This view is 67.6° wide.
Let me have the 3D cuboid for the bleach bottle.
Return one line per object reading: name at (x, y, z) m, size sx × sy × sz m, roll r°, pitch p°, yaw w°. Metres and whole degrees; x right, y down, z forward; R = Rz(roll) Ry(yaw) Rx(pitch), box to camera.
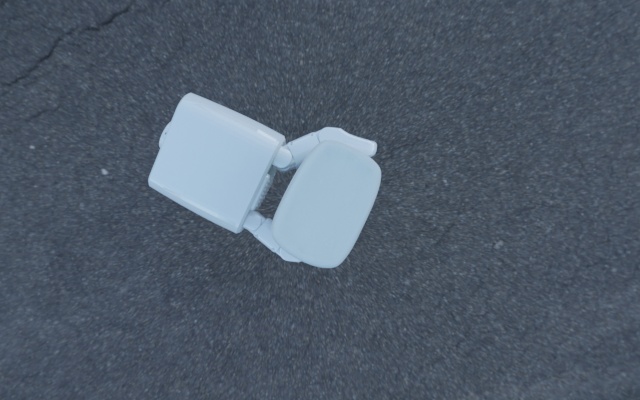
bleach bottle at (0.000, 0.002, 0.495) m, size 0.068 × 0.102 × 0.251 m, roll 27°, pitch -2°, yaw -3°
